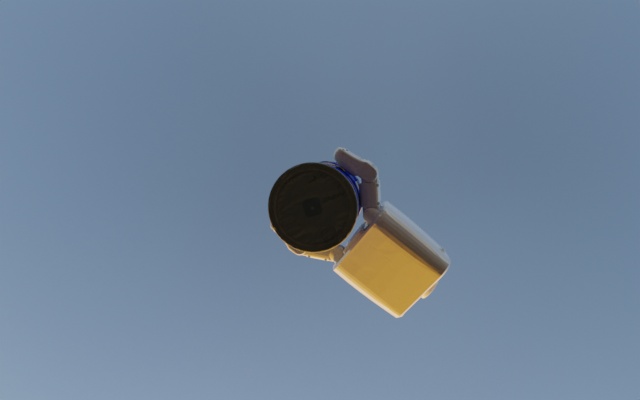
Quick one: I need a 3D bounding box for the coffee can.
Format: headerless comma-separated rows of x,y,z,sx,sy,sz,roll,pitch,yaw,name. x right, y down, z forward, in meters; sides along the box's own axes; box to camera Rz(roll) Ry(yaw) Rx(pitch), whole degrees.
0.000,0.002,0.603,0.103,0.103,0.140,0,6,8,coffee can
